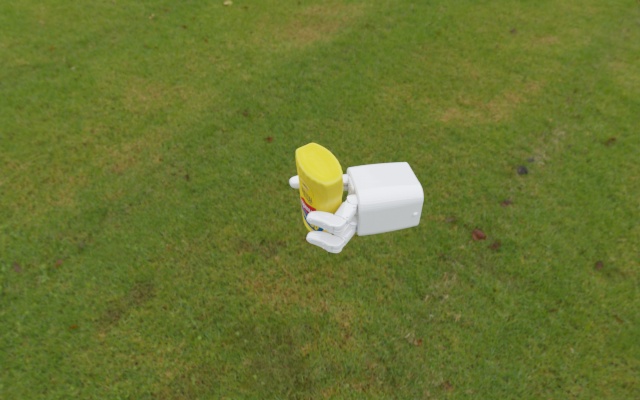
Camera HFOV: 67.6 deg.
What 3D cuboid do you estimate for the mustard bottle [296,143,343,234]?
[{"bbox_3d":[0.000,0.003,0.792,0.058,0.192,0.096,-27,54,-19],"label":"mustard bottle"}]
